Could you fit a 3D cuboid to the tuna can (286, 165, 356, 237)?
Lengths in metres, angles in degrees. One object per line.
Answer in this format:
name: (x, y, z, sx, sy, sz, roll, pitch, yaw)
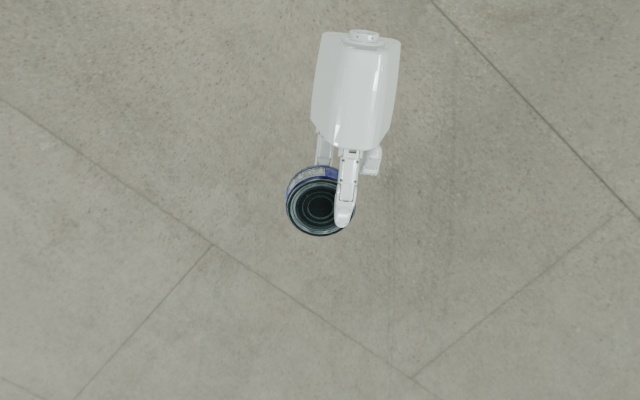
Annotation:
tuna can: (0.000, 0.002, 0.586, 0.086, 0.086, 0.033, 0, 31, -1)
